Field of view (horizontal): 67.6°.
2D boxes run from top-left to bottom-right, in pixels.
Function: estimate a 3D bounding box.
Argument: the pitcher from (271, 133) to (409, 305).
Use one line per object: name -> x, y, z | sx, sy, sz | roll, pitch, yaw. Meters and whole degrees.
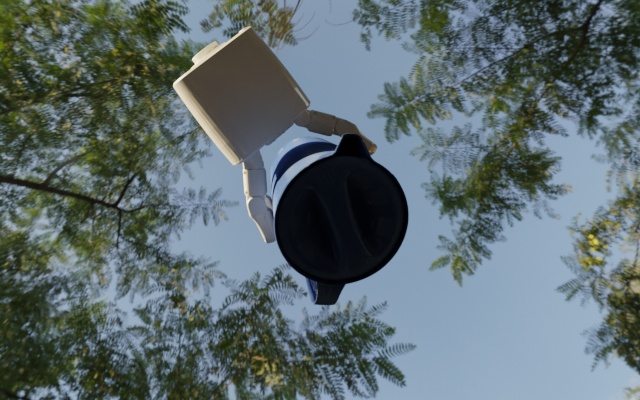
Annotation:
pitcher -> 0.000, 0.002, 0.571 | 0.149, 0.145, 0.242 | -39, 18, 2
